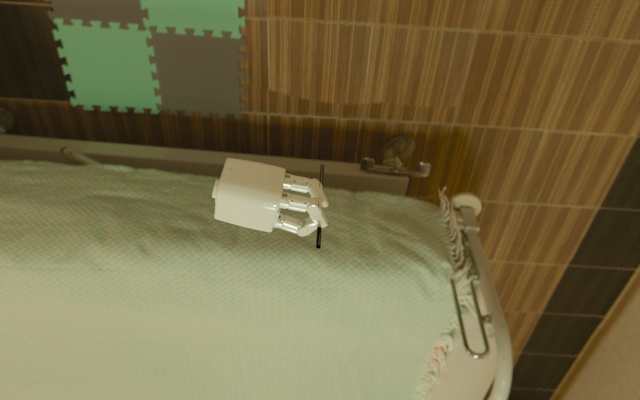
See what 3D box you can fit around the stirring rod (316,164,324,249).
[{"bbox_3d":[0.000,0.003,0.891,0.011,0.011,0.239,0,38,2],"label":"stirring rod"}]
